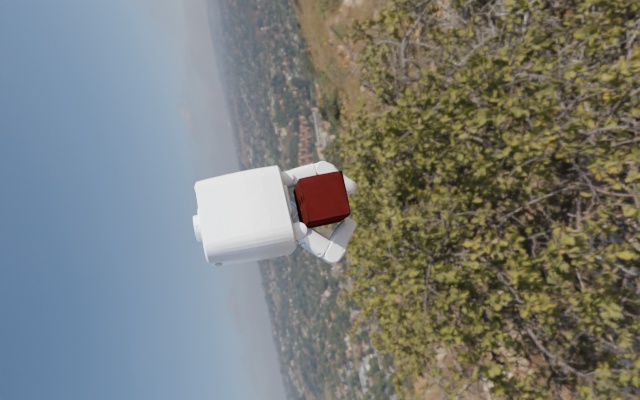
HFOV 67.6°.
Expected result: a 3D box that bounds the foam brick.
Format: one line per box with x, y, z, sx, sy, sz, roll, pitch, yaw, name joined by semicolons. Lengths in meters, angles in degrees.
0.000;0.002;0.572;0.051;0.053;0.078;-10;-9;-10;foam brick
